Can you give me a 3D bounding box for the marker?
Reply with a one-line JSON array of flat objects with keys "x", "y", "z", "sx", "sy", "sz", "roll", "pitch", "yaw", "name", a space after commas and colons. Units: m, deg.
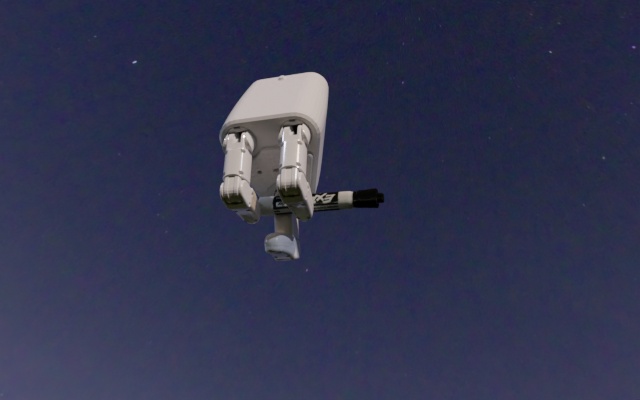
[{"x": 0.000, "y": 0.002, "z": 0.458, "sx": 0.121, "sy": 0.020, "sz": 0.020, "roll": -4, "pitch": -1, "yaw": 12, "name": "marker"}]
